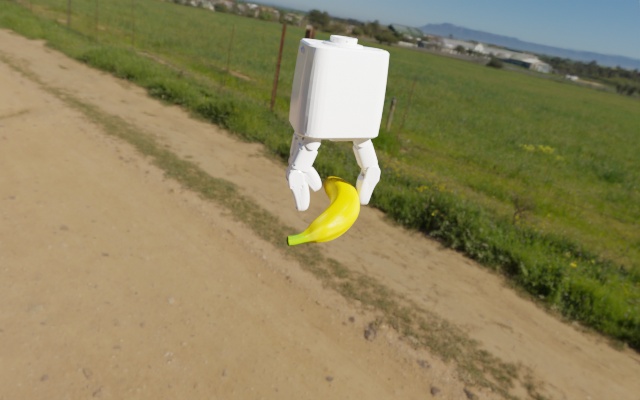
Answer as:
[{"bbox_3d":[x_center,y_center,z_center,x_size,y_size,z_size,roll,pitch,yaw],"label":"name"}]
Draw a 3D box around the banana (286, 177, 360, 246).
[{"bbox_3d":[0.017,0.006,0.618,0.069,0.037,0.197,10,23,11],"label":"banana"}]
